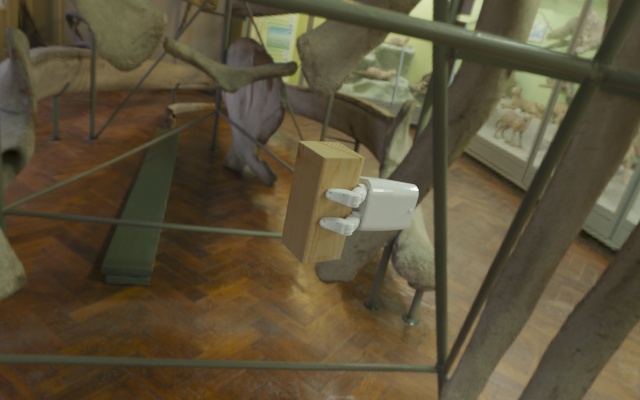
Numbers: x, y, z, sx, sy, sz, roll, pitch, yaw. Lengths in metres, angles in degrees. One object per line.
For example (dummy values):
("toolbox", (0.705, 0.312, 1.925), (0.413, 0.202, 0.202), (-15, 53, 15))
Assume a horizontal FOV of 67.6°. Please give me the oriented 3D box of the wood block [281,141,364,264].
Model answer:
("wood block", (0.000, 0.003, 0.884), (0.090, 0.206, 0.090), (-3, 26, -33))
